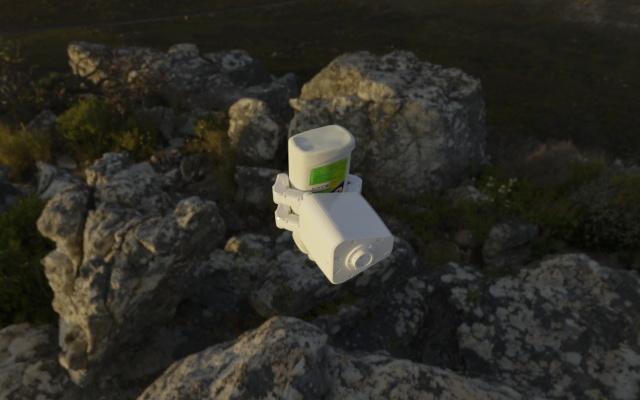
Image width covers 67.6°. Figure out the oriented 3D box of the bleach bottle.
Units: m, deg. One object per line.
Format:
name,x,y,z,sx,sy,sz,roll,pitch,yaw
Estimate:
bleach bottle,0.000,0.003,0.802,0.102,0.251,0.068,-18,43,-20
